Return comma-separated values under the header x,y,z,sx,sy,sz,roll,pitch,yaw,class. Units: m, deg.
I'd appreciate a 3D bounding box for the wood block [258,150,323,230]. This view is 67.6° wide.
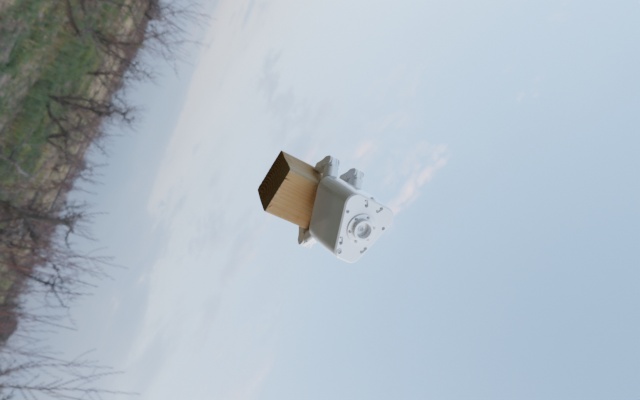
x,y,z,sx,sy,sz,roll,pitch,yaw,class
0.000,0.003,0.875,0.206,0.091,0.090,25,18,-26,wood block
